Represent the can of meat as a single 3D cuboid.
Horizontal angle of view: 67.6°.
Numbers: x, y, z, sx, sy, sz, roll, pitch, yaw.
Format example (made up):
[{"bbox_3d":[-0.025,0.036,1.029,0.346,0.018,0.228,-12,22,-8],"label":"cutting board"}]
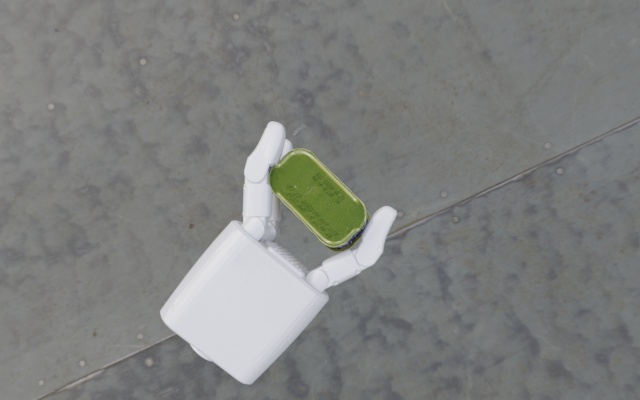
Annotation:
[{"bbox_3d":[0.000,0.001,0.462,0.102,0.057,0.084,44,-1,8],"label":"can of meat"}]
